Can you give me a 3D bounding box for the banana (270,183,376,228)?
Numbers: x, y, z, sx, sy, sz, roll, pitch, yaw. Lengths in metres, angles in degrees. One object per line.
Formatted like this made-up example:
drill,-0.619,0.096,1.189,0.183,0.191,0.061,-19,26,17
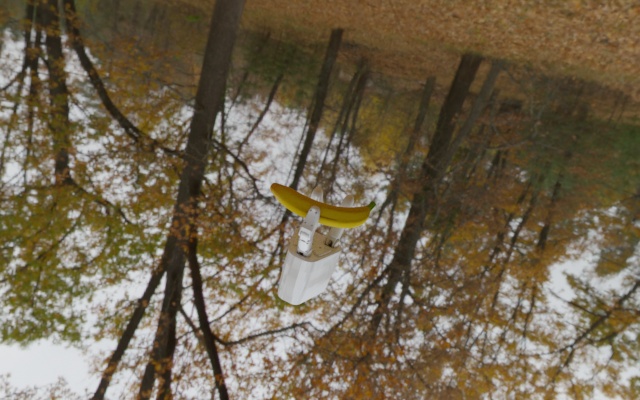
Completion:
banana,0.003,0.014,0.853,0.198,0.037,0.069,12,32,-8
